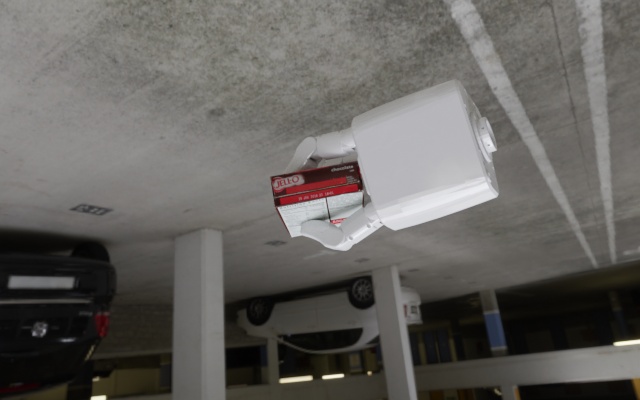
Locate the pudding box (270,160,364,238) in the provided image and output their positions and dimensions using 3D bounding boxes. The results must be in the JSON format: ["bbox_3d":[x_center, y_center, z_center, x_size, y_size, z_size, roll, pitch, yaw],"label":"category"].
[{"bbox_3d":[0.000,0.002,0.513,0.090,0.039,0.113,-9,-22,1],"label":"pudding box"}]
